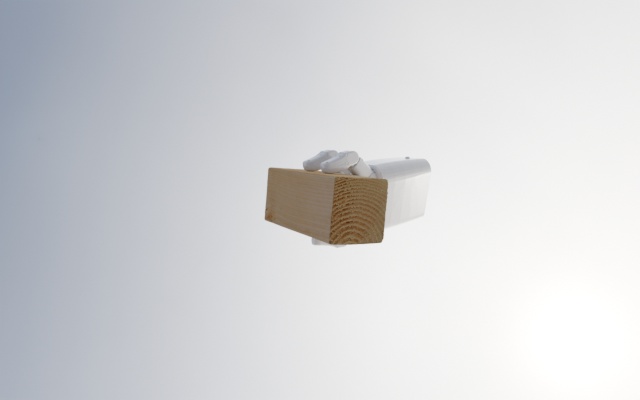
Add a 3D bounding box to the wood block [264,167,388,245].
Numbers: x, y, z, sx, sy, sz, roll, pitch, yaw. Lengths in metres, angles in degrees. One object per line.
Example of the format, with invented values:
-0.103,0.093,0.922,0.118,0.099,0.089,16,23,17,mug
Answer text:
0.000,0.003,0.717,0.090,0.091,0.206,1,6,-31,wood block
